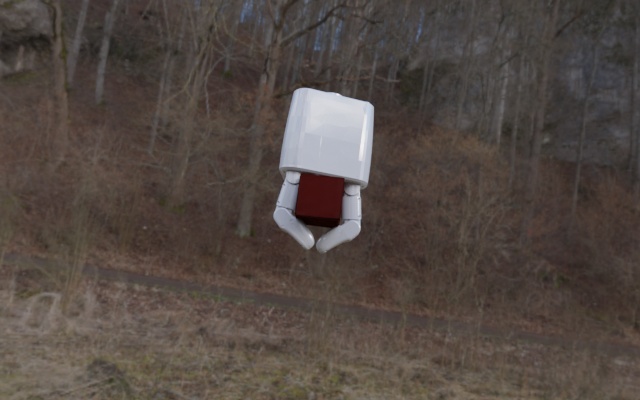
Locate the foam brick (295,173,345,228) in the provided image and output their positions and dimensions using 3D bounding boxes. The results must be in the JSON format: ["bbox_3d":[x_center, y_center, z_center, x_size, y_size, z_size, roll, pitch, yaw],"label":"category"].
[{"bbox_3d":[0.000,0.002,0.577,0.053,0.051,0.078,7,-10,2],"label":"foam brick"}]
